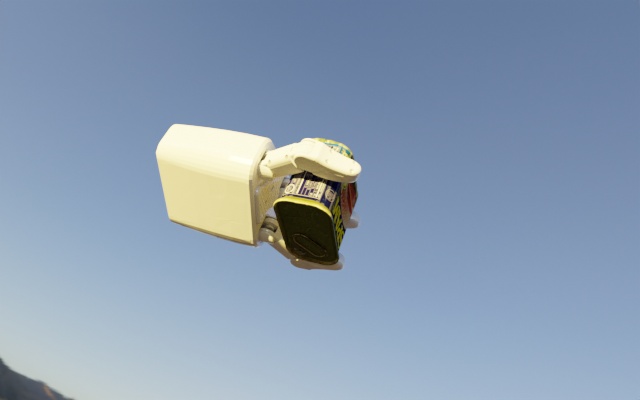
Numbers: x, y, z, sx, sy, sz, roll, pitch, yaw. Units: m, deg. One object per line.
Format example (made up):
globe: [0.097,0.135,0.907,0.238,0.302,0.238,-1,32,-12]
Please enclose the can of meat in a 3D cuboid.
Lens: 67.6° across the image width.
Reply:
can of meat: [0.000,0.001,0.477,0.057,0.084,0.102,10,-36,16]
